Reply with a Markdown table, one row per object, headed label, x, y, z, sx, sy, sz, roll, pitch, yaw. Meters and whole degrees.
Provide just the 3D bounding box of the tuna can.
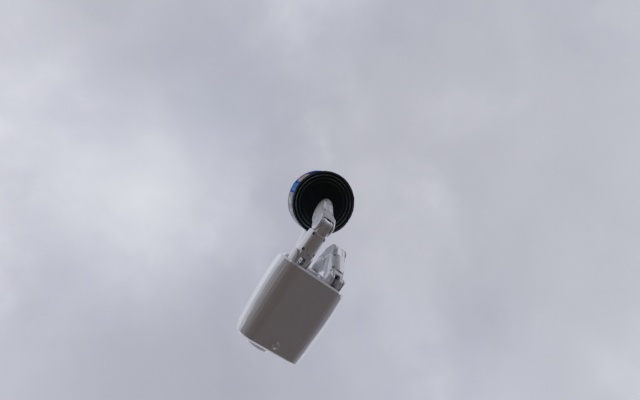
| label | x | y | z | sx | sy | sz | roll | pitch | yaw |
| --- | --- | --- | --- | --- | --- | --- | --- | --- | --- |
| tuna can | 0.000 | 0.002 | 0.643 | 0.086 | 0.086 | 0.033 | 0 | 6 | -17 |
